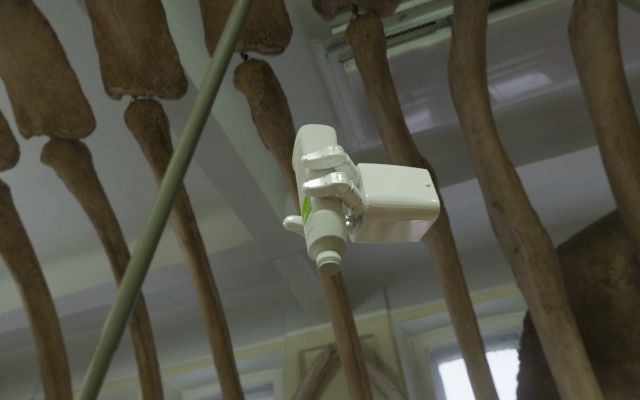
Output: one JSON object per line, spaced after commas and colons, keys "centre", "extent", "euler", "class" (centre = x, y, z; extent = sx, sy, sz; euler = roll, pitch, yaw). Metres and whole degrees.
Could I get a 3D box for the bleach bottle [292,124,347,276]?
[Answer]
{"centre": [0.000, 0.002, 0.684], "extent": [0.068, 0.250, 0.103], "euler": [2, -45, -9], "class": "bleach bottle"}
